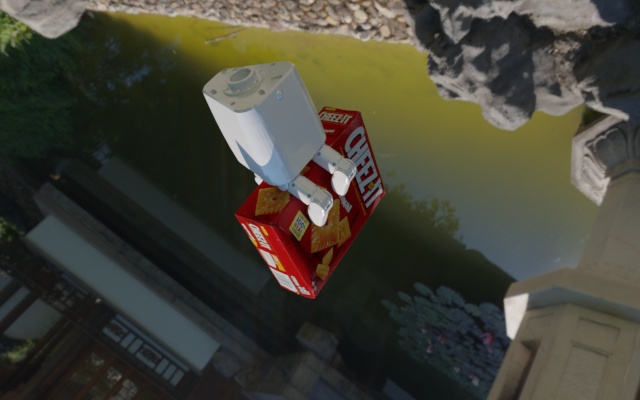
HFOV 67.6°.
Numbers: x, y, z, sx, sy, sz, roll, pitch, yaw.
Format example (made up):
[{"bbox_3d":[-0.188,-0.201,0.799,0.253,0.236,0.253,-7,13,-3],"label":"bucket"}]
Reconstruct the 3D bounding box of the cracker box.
[{"bbox_3d":[0.000,0.002,0.659,0.072,0.213,0.164,16,-35,35],"label":"cracker box"}]
